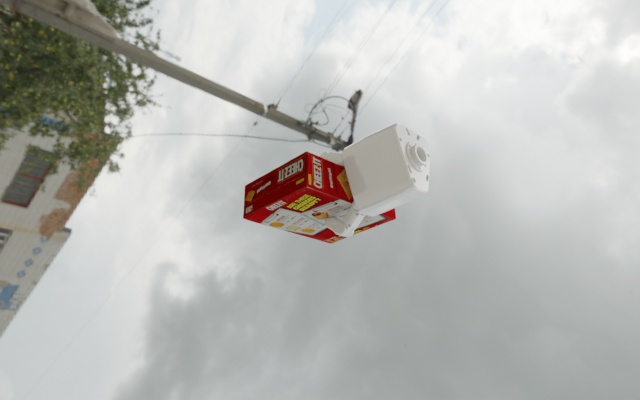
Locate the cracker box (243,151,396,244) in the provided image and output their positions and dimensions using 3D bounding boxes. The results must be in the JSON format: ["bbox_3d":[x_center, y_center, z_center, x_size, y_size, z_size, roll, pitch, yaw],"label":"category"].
[{"bbox_3d":[0.000,0.003,0.829,0.214,0.072,0.164,20,-33,-40],"label":"cracker box"}]
